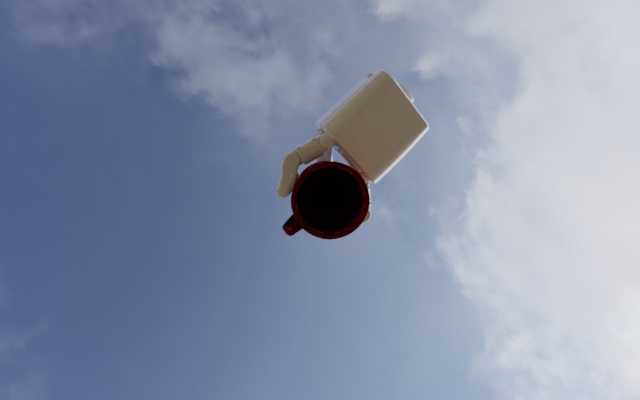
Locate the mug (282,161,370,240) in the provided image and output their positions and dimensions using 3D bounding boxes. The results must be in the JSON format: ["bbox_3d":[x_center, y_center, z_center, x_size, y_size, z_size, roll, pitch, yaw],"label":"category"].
[{"bbox_3d":[-0.001,0.003,0.599,0.117,0.093,0.081,-42,10,4],"label":"mug"}]
